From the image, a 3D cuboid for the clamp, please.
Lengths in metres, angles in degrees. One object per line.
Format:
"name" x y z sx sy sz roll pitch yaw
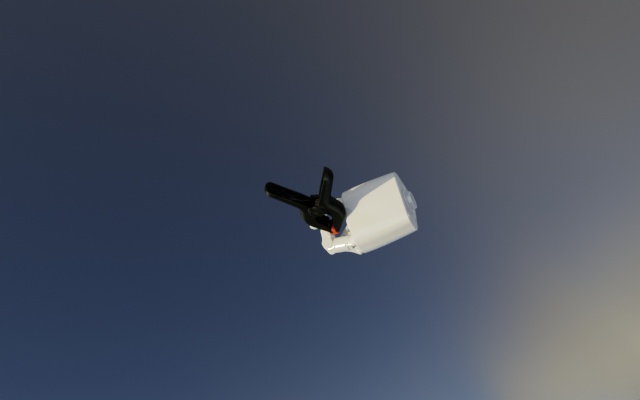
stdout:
"clamp" 0.000 0.003 0.814 0.120 0.039 0.171 -15 -35 32
